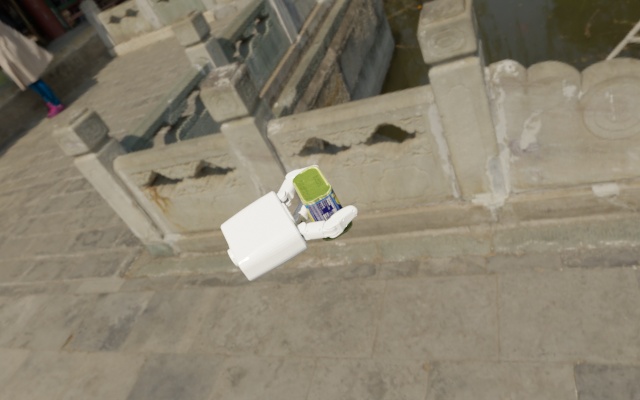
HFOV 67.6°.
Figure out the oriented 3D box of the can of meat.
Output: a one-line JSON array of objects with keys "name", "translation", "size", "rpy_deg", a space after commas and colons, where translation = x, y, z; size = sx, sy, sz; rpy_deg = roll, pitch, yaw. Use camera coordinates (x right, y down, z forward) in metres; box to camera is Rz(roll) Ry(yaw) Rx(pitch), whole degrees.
[{"name": "can of meat", "translation": [0.000, 0.002, 0.780], "size": [0.057, 0.084, 0.102], "rpy_deg": [-30, 35, -1]}]
